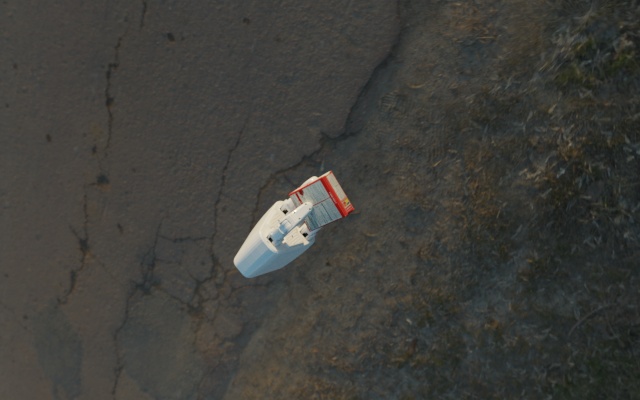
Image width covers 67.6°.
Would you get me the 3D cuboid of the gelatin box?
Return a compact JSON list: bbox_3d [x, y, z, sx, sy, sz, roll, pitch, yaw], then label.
[{"bbox_3d":[0.000,0.003,0.774,0.089,0.073,0.030,-26,7,43],"label":"gelatin box"}]
